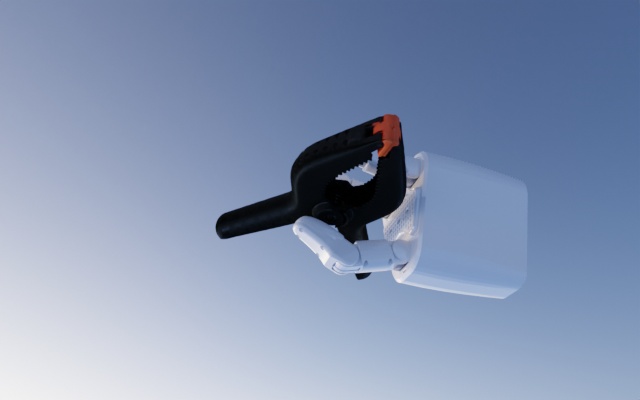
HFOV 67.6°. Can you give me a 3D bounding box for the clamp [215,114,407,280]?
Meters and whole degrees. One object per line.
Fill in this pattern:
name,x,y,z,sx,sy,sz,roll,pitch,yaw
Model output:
clamp,0.000,0.002,0.407,0.164,0.036,0.210,14,-36,-10
